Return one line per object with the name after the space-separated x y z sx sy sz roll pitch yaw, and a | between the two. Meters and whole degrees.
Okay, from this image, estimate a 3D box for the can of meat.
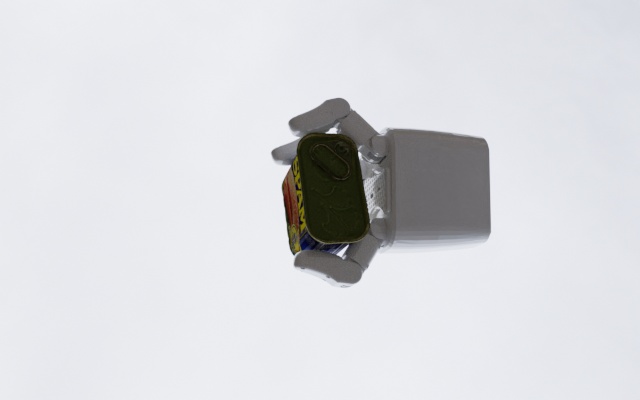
0.000 0.002 0.446 0.057 0.102 0.084 -2 -20 -17 | can of meat
